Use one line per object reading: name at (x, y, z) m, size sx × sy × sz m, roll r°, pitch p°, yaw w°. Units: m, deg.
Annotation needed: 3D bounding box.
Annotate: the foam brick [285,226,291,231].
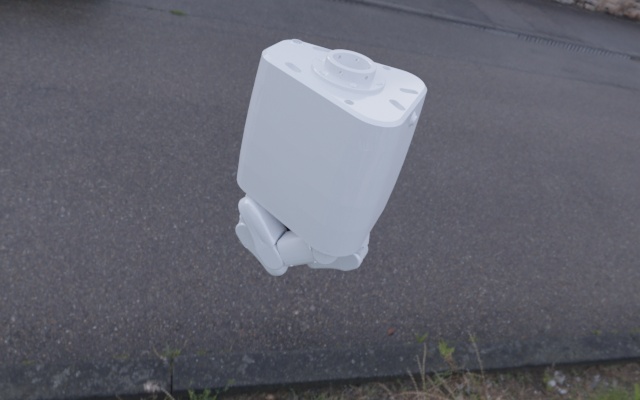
foam brick at (0.000, 0.001, 0.418) m, size 0.053 × 0.051 × 0.078 m, roll 25°, pitch 38°, yaw 12°
